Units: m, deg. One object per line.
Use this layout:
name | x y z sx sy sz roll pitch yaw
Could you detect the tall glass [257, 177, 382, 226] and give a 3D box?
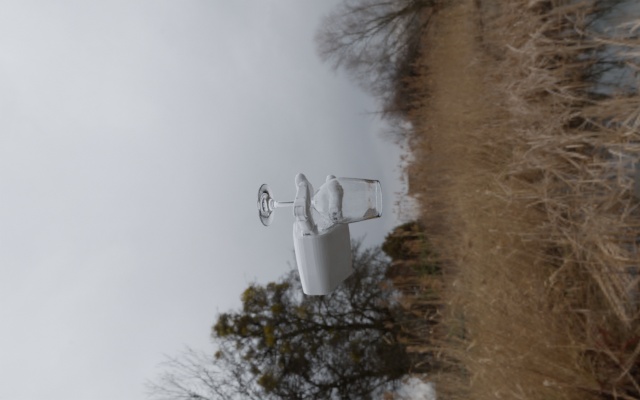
tall glass | -0.001 0.003 0.802 0.201 0.079 0.079 -4 -1 16
